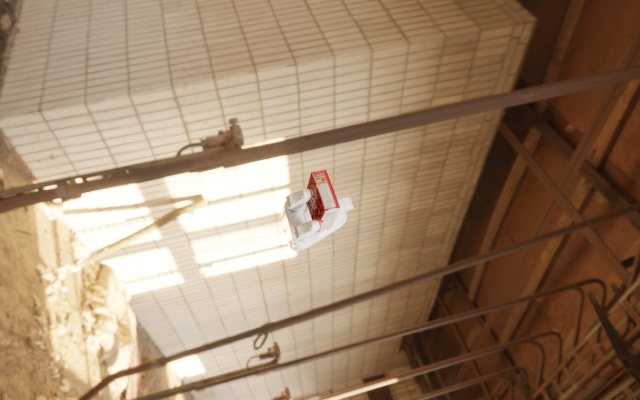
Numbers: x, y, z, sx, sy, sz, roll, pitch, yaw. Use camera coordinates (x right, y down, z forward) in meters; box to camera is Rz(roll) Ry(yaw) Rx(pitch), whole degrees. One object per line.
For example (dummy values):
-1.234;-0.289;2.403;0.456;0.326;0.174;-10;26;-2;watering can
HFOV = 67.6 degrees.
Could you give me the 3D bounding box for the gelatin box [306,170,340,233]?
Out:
0.001;0.002;0.797;0.030;0.073;0.089;-12;-24;-17;gelatin box
